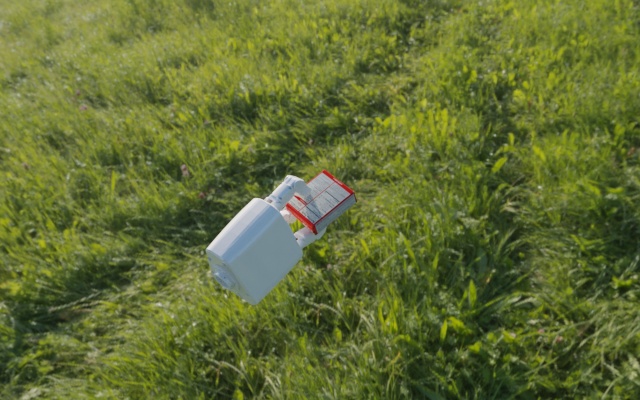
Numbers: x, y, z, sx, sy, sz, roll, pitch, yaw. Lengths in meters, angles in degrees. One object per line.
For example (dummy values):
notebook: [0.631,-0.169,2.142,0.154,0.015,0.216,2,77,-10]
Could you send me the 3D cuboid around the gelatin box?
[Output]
gelatin box: [0.000,0.002,0.751,0.073,0.089,0.030,39,-20,35]
